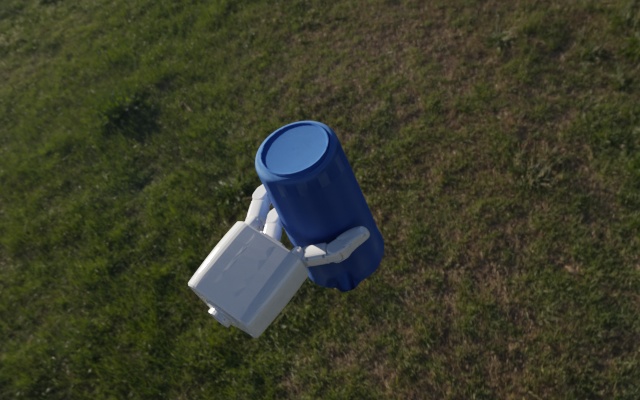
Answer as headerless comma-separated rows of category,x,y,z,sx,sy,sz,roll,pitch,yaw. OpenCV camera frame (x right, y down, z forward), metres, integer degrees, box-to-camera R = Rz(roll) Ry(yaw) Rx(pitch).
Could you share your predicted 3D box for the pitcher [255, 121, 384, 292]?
pitcher,0.000,0.002,0.673,0.149,0.145,0.243,25,-26,35
